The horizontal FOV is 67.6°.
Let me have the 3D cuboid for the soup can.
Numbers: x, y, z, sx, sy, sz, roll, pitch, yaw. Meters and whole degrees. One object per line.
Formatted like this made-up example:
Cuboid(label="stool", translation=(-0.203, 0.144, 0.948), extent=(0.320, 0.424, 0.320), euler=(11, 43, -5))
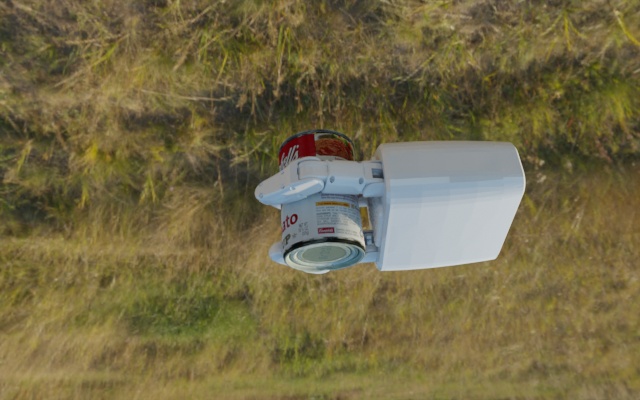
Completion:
Cuboid(label="soup can", translation=(0.000, 0.002, 0.401), extent=(0.068, 0.102, 0.068), euler=(-3, -28, -2))
